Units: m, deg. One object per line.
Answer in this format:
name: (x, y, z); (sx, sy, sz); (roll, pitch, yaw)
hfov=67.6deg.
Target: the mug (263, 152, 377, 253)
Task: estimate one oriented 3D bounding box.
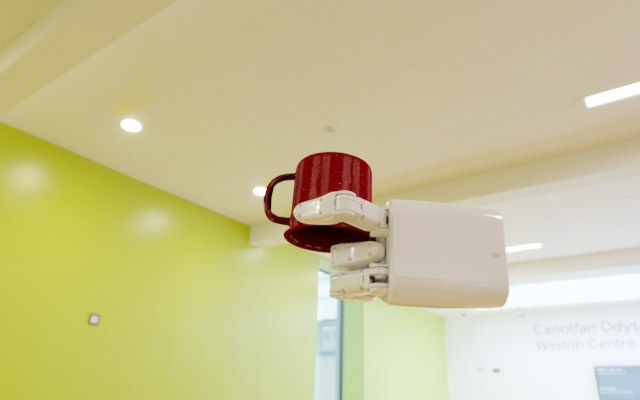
mug: (-0.001, 0.001, 0.492); (0.117, 0.081, 0.093); (5, -22, -2)
